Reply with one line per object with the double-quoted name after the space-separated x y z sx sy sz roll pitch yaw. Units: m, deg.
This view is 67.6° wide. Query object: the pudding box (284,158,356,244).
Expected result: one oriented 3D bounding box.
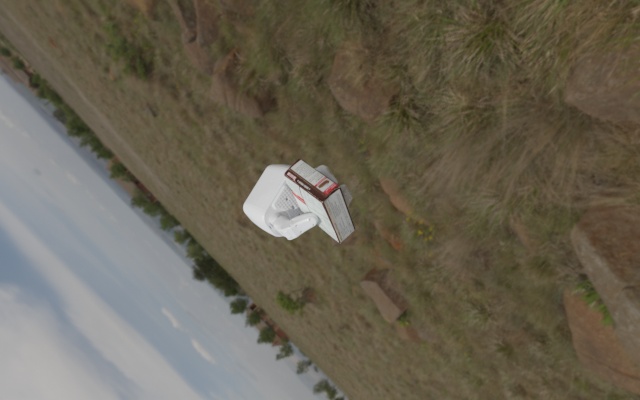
0.000 0.002 0.706 0.090 0.039 0.114 36 -17 35 "pudding box"
